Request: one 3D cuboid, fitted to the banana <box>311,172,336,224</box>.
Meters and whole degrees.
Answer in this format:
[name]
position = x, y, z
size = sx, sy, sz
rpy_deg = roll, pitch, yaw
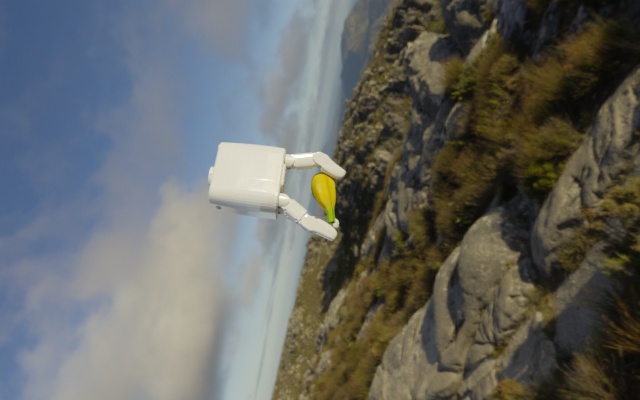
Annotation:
[banana]
position = 0.002, -0.015, 0.811
size = 0.037, 0.069, 0.197
rpy_deg = 4, 10, -4
